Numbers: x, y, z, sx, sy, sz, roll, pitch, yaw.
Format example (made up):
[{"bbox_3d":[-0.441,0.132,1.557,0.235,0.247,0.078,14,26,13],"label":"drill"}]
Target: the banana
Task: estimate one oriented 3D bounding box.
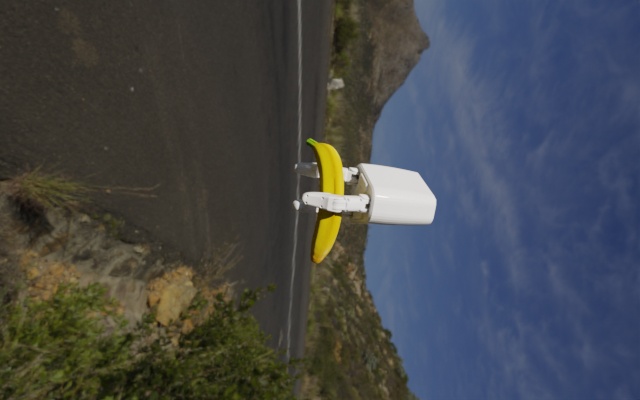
[{"bbox_3d":[0.009,-0.003,0.730,0.037,0.197,0.069,3,-8,-28],"label":"banana"}]
